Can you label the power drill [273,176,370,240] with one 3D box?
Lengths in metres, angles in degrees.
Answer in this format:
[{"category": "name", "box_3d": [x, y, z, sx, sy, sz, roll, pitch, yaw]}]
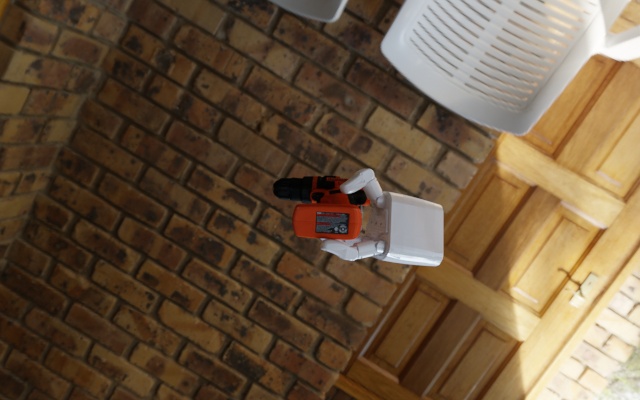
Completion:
[{"category": "power drill", "box_3d": [0.000, 0.003, 0.802, 0.184, 0.057, 0.187, 1, 20, 4]}]
